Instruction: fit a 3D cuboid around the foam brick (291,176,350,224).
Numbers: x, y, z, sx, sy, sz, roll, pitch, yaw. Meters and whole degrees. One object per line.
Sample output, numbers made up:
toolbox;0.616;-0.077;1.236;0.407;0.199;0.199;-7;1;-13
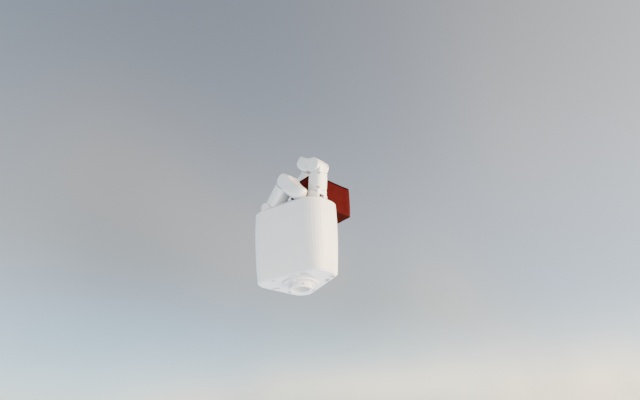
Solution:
foam brick;0.000;0.002;0.725;0.078;0.051;0.053;21;-38;-38
